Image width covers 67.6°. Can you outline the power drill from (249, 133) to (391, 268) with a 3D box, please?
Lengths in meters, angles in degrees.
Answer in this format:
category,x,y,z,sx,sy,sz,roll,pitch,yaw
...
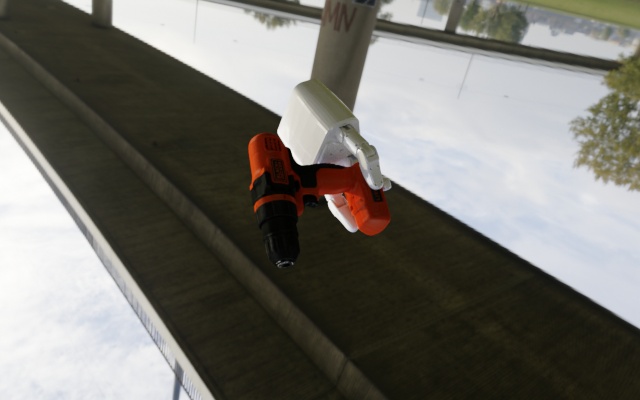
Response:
category,x,y,z,sx,sy,sz,roll,pitch,yaw
power drill,0.000,0.002,0.628,0.187,0.184,0.057,7,-32,-32
